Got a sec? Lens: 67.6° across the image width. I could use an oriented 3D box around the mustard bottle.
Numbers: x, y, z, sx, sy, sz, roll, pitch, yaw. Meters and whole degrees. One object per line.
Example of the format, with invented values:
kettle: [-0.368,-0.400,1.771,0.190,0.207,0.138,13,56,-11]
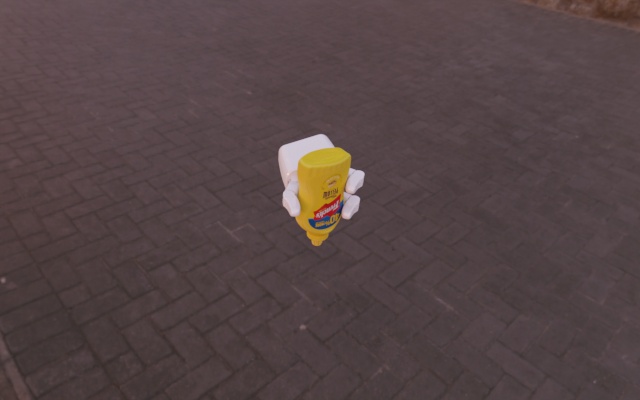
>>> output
mustard bottle: [0.000,0.003,0.863,0.096,0.192,0.058,-20,42,-33]
